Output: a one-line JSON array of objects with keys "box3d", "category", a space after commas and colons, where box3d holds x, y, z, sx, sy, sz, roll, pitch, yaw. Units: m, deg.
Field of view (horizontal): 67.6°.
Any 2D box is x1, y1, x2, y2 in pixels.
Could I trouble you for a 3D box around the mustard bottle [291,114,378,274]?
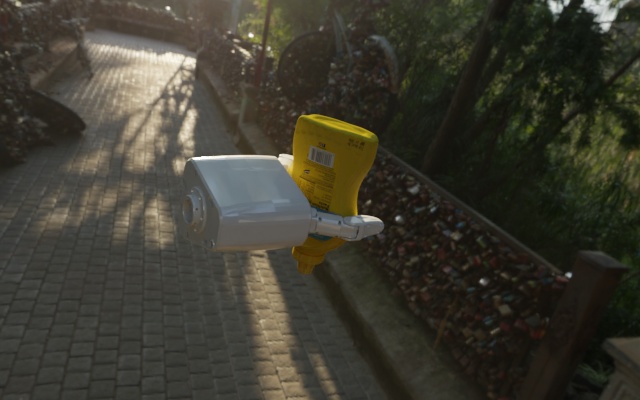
[{"box3d": [0.000, 0.002, 0.568, 0.096, 0.192, 0.058, 22, 22, 24], "category": "mustard bottle"}]
